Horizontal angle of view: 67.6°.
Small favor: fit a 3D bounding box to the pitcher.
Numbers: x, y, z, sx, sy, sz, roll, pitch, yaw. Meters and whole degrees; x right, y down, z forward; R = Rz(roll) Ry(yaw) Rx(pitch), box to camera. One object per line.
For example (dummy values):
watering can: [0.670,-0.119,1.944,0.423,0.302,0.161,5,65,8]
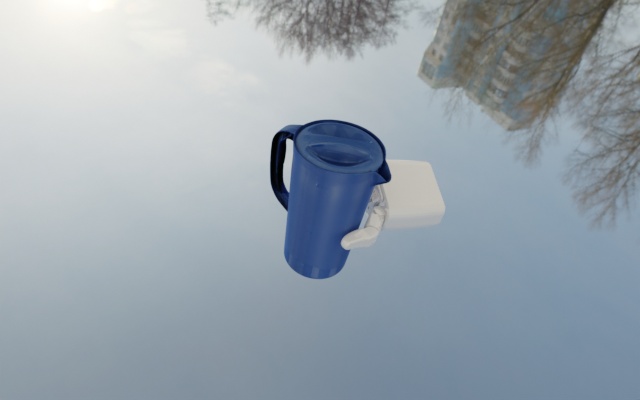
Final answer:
pitcher: [0.000,0.002,0.743,0.145,0.243,0.149,-4,43,-19]
